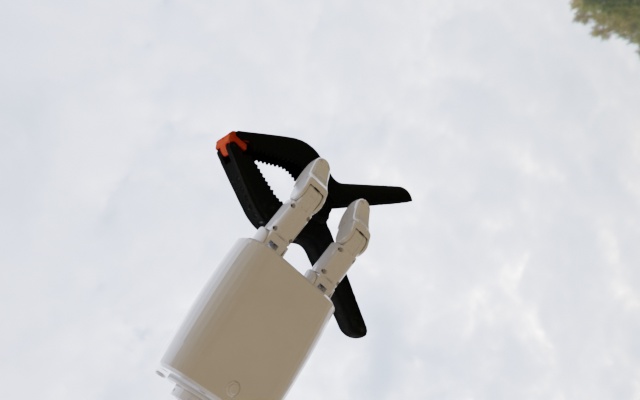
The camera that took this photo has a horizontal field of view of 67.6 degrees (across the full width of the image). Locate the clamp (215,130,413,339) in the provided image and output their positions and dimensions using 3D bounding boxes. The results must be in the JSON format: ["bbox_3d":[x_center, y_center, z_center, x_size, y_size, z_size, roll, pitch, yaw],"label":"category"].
[{"bbox_3d":[-0.001,0.001,0.437,0.210,0.164,0.036,44,-34,-21],"label":"clamp"}]
